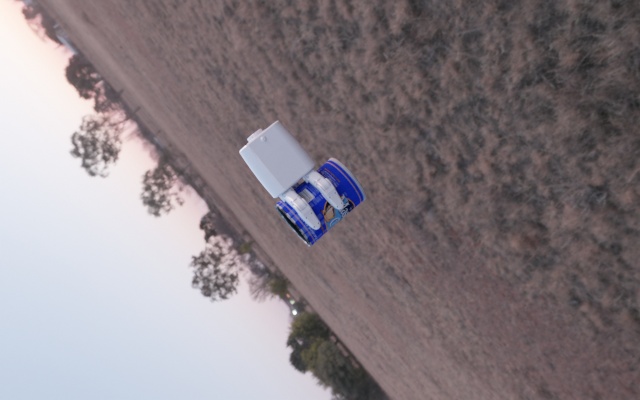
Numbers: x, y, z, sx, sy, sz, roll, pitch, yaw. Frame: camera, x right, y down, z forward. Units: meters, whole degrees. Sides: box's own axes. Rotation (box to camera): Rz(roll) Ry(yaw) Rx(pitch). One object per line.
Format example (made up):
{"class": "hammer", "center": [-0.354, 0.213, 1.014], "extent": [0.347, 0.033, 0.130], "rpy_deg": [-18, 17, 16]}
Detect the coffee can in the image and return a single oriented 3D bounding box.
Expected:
{"class": "coffee can", "center": [0.000, 0.003, 0.896], "extent": [0.140, 0.103, 0.103], "rpy_deg": [-40, 8, -10]}
